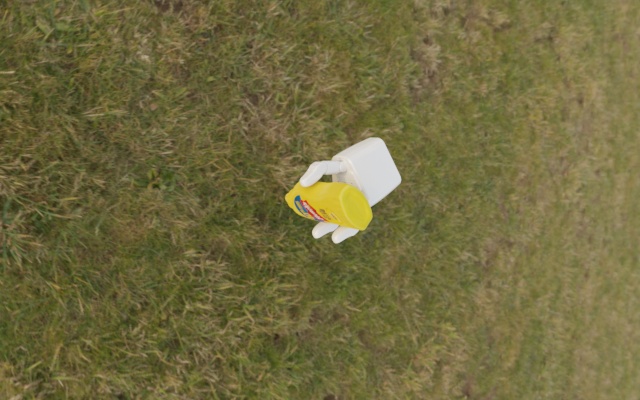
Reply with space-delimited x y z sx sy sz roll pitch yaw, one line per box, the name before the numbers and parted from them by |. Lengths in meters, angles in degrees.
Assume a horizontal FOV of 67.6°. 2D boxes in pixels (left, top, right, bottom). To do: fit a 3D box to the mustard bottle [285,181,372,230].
mustard bottle | 0.000 0.003 0.885 0.191 0.058 0.096 9 -32 48
